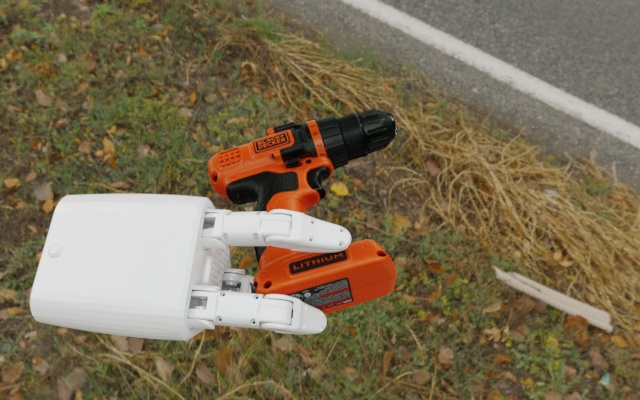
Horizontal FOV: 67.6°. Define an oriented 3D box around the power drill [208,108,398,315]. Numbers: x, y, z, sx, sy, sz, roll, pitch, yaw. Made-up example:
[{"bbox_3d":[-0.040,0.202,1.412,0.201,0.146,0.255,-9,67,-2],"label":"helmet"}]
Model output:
[{"bbox_3d":[0.000,0.002,0.412,0.184,0.187,0.057,-18,-44,0],"label":"power drill"}]
